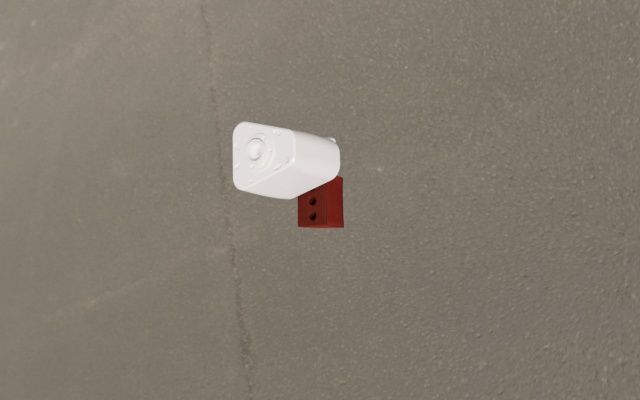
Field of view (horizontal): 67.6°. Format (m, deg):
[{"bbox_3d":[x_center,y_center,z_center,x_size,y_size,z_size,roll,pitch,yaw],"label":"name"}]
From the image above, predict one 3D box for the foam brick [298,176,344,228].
[{"bbox_3d":[0.000,0.003,0.712,0.053,0.078,0.051,-5,-7,31],"label":"foam brick"}]
